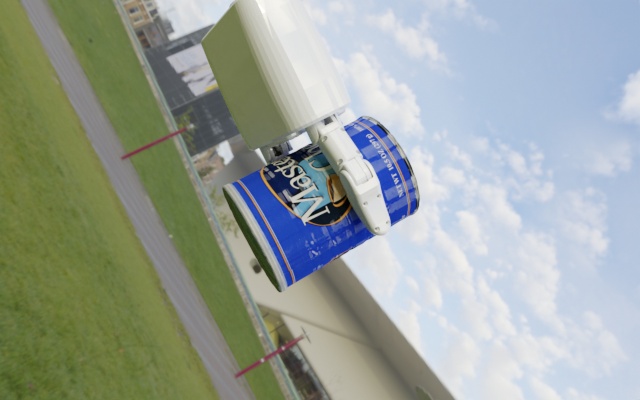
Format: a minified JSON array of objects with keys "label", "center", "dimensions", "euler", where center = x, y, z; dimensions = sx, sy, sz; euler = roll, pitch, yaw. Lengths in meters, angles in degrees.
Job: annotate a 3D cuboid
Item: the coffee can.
[{"label":"coffee can","center":[0.000,0.002,0.422],"dimensions":[0.140,0.103,0.103],"euler":[-29,7,-14]}]
